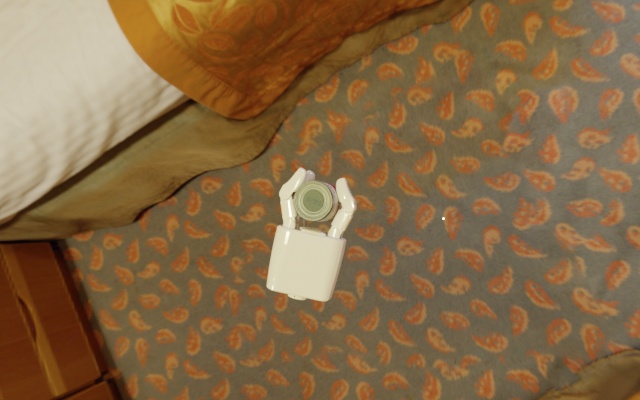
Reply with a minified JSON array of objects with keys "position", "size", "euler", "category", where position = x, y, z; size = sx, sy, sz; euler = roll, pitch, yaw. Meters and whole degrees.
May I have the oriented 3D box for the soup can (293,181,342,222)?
[{"position":[0.000,0.002,0.806],"size":[0.068,0.068,0.102],"euler":[0,-2,14],"category":"soup can"}]
